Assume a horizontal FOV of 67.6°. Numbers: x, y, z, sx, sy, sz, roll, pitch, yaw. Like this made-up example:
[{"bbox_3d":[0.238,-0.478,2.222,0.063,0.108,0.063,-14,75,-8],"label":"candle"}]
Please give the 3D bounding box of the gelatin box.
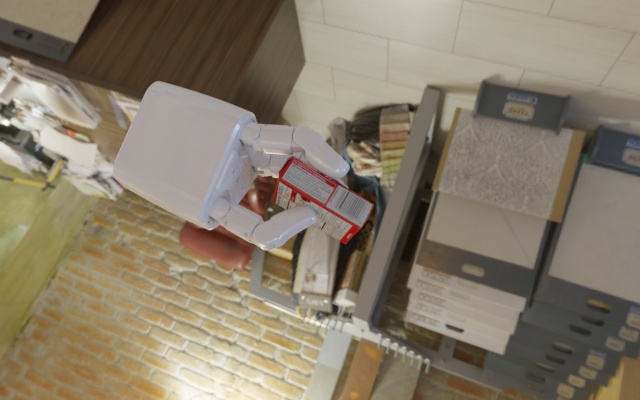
[{"bbox_3d":[0.000,0.002,0.456,0.089,0.030,0.073,31,-18,2],"label":"gelatin box"}]
